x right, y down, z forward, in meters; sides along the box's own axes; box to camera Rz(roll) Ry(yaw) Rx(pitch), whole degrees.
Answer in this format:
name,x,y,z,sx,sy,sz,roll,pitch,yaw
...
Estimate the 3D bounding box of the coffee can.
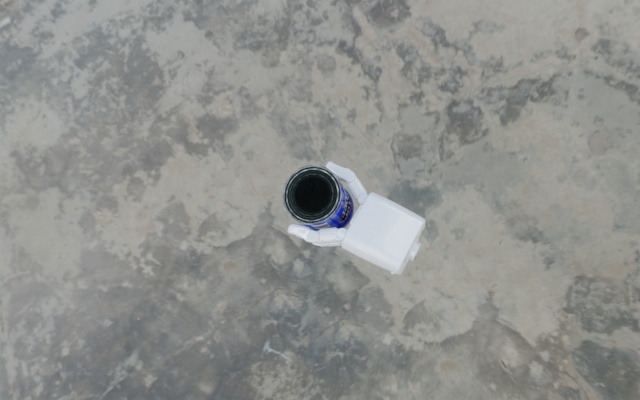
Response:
name,x,y,z,sx,sy,sz,roll,pitch,yaw
coffee can,0.000,0.003,0.863,0.103,0.102,0.140,0,-11,13
